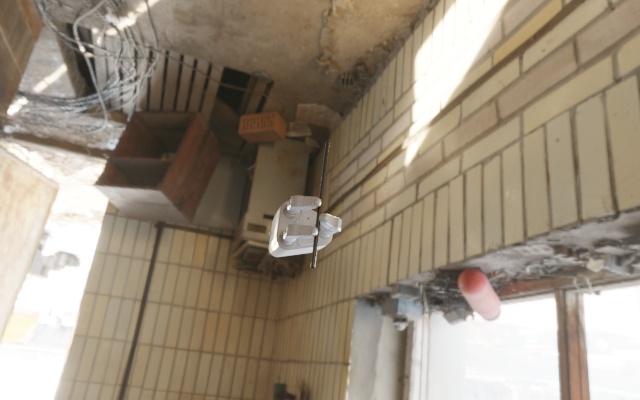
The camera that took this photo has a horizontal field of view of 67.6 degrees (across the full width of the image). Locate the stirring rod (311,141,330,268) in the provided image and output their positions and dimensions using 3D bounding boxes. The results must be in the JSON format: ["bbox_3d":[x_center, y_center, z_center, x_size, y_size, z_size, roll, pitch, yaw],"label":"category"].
[{"bbox_3d":[0.000,0.003,0.863,0.011,0.239,0.011,6,-19,2],"label":"stirring rod"}]
